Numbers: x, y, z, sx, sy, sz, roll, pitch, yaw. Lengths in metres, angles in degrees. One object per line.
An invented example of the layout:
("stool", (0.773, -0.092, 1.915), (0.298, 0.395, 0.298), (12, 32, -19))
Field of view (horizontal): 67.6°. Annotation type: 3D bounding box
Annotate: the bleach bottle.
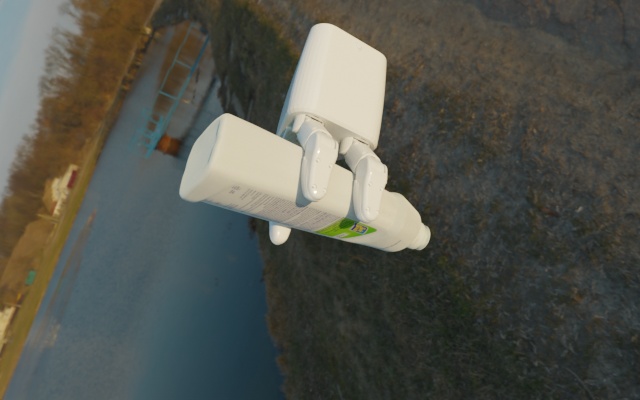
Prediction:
("bleach bottle", (0.000, 0.002, 0.470), (0.251, 0.068, 0.102), (21, -23, -26))
